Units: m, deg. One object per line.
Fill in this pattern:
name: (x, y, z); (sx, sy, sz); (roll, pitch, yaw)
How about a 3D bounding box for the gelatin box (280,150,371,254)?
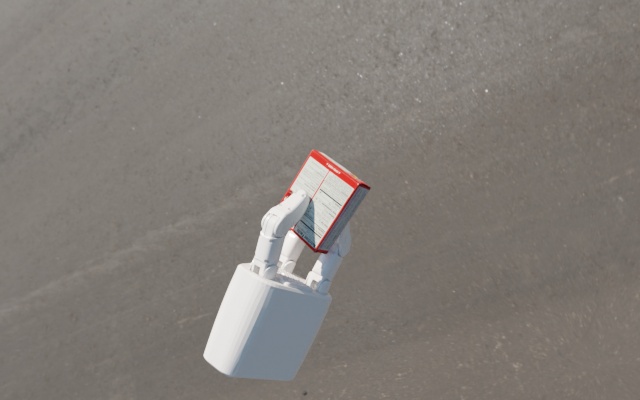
gelatin box: (0.000, 0.001, 0.518); (0.073, 0.089, 0.030); (39, 14, 32)
